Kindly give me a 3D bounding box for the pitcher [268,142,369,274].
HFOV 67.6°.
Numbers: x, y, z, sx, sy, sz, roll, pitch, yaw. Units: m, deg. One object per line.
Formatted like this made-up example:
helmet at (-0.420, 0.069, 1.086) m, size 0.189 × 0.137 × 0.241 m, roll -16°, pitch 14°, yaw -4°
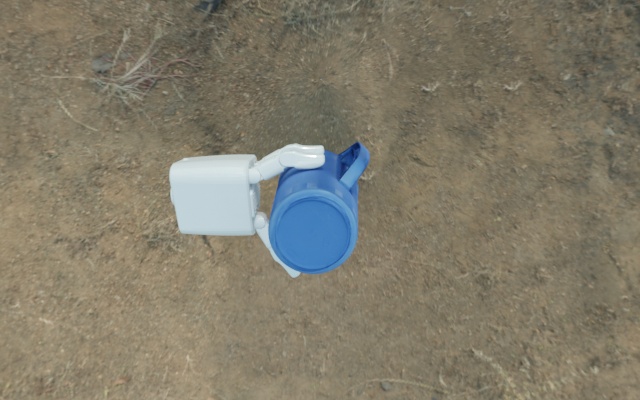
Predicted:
pitcher at (0.000, 0.002, 0.674) m, size 0.145 × 0.149 × 0.242 m, roll -1°, pitch 14°, yaw 1°
